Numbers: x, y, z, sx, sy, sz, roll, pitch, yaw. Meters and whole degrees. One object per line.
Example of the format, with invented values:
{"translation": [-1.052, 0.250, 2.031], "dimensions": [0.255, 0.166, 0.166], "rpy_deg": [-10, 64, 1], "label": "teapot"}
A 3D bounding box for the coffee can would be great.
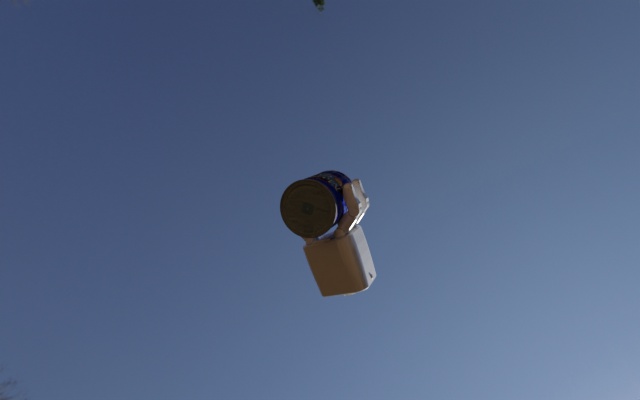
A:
{"translation": [0.000, 0.003, 0.877], "dimensions": [0.103, 0.103, 0.140], "rpy_deg": [0, 10, 19], "label": "coffee can"}
